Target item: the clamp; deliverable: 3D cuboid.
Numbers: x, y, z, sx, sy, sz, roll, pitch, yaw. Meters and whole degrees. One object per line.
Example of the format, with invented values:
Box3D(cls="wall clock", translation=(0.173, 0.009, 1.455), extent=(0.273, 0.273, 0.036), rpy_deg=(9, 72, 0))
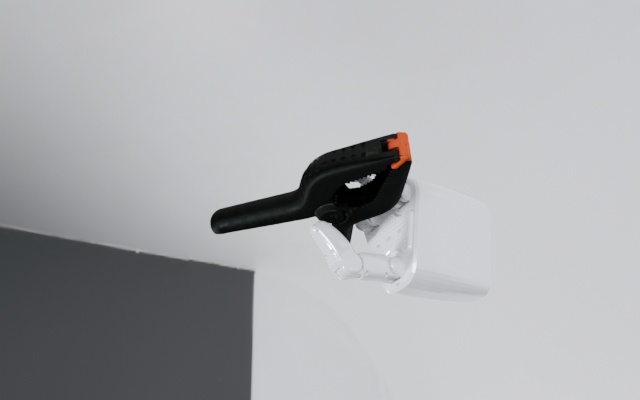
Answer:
Box3D(cls="clamp", translation=(0.001, 0.002, 0.450), extent=(0.164, 0.036, 0.210), rpy_deg=(15, -37, -25))
